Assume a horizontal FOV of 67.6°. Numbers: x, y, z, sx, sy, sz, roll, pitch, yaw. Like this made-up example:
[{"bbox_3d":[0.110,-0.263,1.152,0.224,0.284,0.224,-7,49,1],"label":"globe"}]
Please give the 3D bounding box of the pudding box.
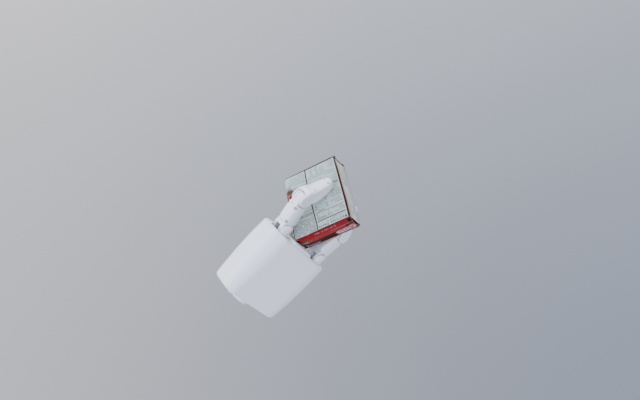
[{"bbox_3d":[0.000,0.002,0.693,0.090,0.113,0.039,-24,-33,17],"label":"pudding box"}]
